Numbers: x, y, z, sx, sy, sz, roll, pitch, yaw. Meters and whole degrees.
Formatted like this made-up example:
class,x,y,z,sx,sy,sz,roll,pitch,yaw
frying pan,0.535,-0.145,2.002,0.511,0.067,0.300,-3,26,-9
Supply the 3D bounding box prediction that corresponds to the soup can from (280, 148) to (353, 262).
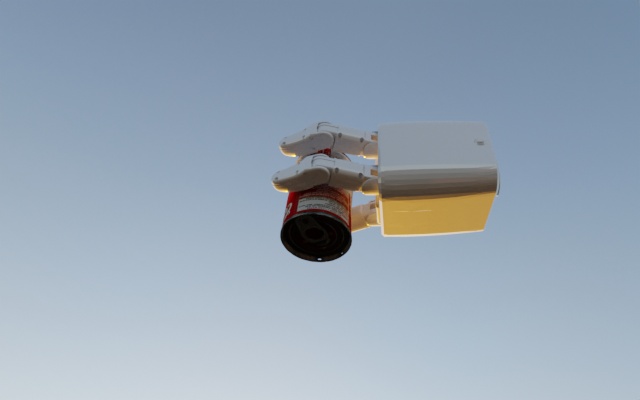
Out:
class,x,y,z,sx,sy,sz,roll,pitch,yaw
soup can,0.000,0.001,0.483,0.068,0.069,0.102,0,43,7
